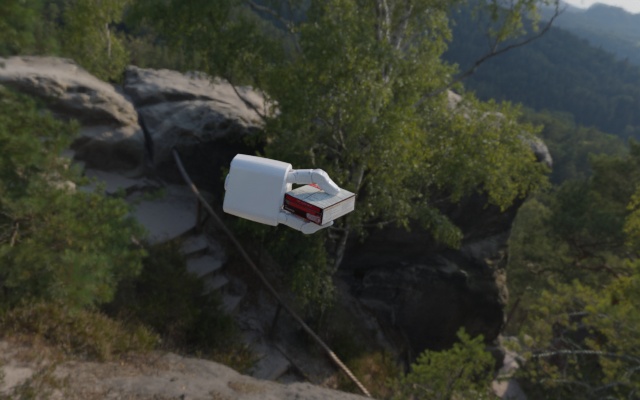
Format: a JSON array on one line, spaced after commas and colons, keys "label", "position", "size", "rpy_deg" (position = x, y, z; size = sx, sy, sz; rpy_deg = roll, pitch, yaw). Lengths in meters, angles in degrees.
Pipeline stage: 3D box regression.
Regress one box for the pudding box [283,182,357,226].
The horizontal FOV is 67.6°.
[{"label": "pudding box", "position": [0.000, 0.003, 0.886], "size": [0.090, 0.039, 0.113], "rpy_deg": [24, 29, 31]}]
